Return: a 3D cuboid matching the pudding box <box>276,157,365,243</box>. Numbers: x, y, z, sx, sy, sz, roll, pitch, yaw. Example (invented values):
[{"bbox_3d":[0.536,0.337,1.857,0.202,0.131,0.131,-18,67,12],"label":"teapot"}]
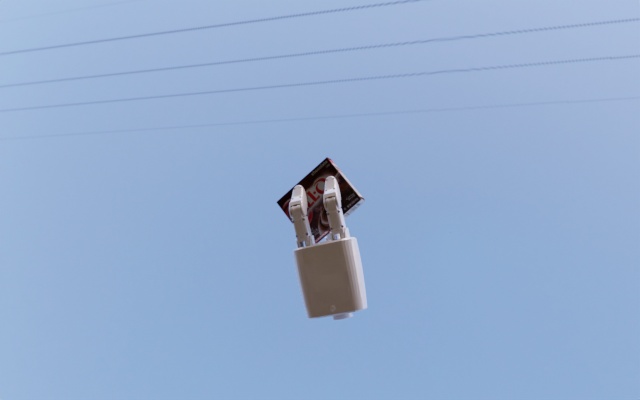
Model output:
[{"bbox_3d":[0.000,0.003,0.757,0.113,0.090,0.039,-41,-16,7],"label":"pudding box"}]
